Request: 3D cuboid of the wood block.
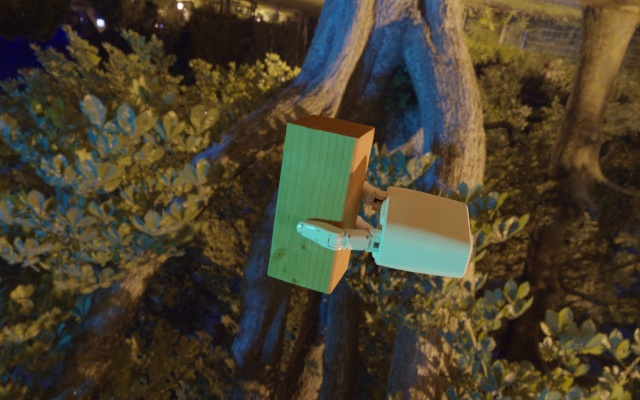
[{"bbox_3d":[0.000,0.002,0.622,0.090,0.206,0.090,15,20,15],"label":"wood block"}]
